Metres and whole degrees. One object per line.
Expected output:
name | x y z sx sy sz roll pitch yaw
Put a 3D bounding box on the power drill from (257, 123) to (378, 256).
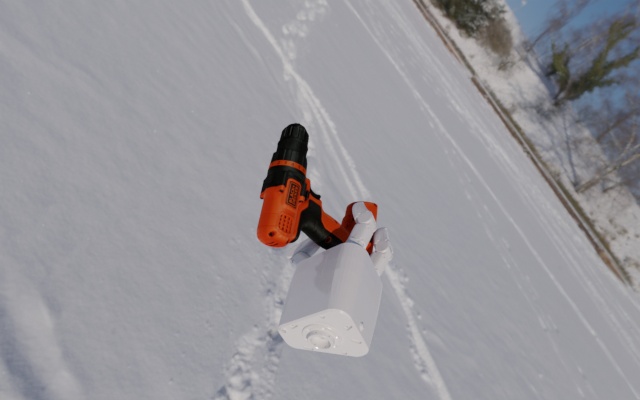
power drill | 0.000 0.003 0.682 0.188 0.184 0.057 29 -30 -33
